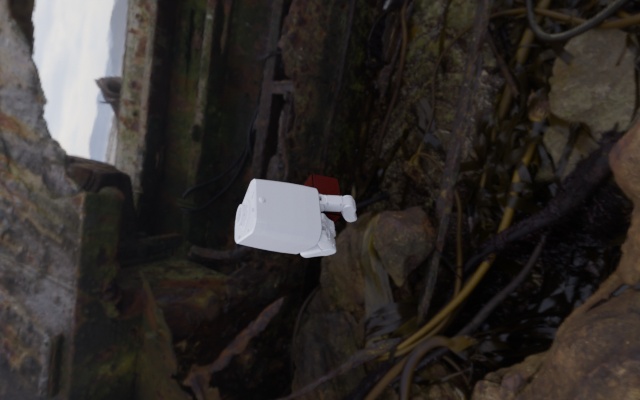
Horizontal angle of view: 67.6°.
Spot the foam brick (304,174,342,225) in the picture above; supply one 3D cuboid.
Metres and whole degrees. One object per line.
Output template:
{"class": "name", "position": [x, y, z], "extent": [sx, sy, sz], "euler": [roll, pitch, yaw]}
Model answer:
{"class": "foam brick", "position": [0.000, 0.002, 0.812], "extent": [0.051, 0.078, 0.053], "euler": [10, -37, -22]}
